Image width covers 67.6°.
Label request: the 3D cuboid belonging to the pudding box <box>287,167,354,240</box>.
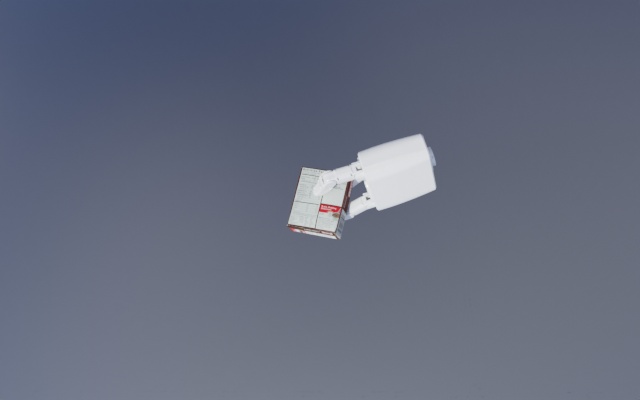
[{"bbox_3d":[0.000,0.003,0.817,0.090,0.113,0.039,9,-18,17],"label":"pudding box"}]
